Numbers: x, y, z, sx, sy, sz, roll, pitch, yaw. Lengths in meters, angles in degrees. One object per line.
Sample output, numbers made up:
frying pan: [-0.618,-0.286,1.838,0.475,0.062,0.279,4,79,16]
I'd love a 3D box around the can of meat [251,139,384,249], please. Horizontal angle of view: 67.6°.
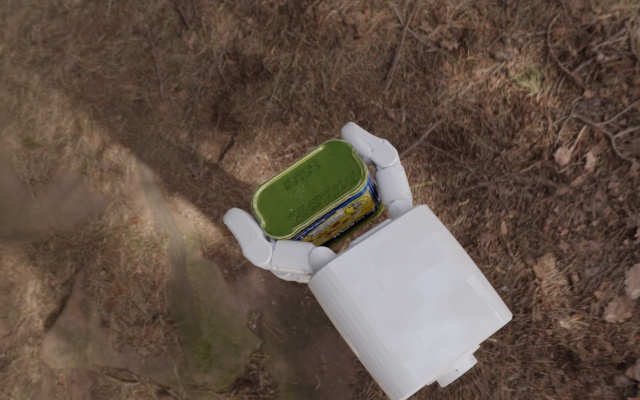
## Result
can of meat: [0.000,0.001,0.411,0.102,0.057,0.084,-34,-21,3]
